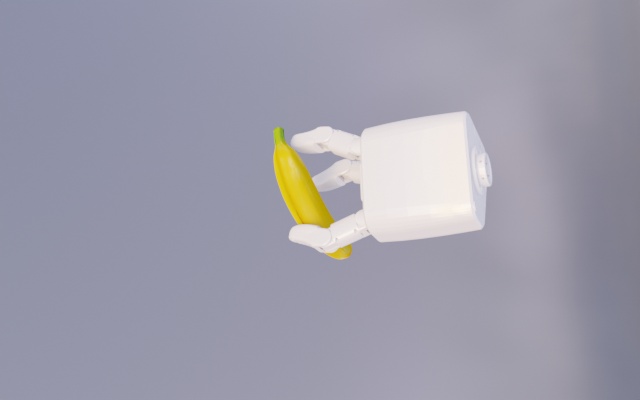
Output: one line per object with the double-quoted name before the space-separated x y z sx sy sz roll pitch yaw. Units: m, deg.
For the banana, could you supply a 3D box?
"banana" -0.006 0.010 0.555 0.037 0.198 0.069 -12 33 25
